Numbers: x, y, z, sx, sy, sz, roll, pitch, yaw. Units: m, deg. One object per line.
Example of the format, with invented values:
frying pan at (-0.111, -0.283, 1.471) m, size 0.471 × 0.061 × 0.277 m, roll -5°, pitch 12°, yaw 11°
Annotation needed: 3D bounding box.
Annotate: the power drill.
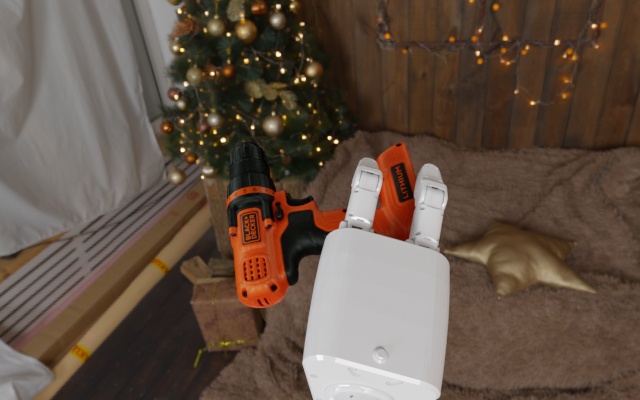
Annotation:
power drill at (0.001, 0.002, 0.470) m, size 0.187 × 0.184 × 0.057 m, roll -13°, pitch -31°, yaw 4°
